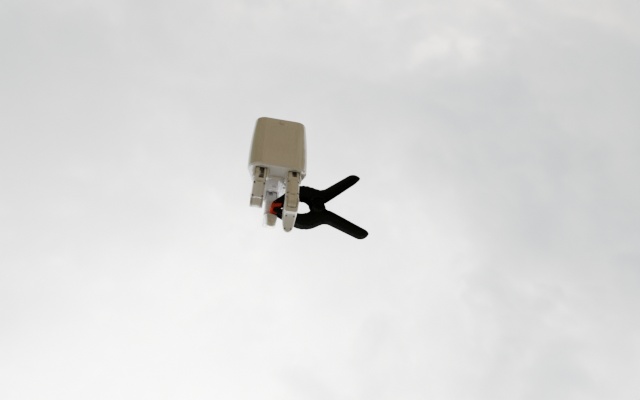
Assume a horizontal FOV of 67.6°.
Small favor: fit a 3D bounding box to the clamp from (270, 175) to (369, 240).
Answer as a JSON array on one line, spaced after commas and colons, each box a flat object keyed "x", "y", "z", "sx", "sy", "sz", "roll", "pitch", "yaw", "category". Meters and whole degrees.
[{"x": 0.000, "y": 0.003, "z": 0.825, "sx": 0.171, "sy": 0.120, "sz": 0.039, "roll": 8, "pitch": -32, "yaw": -11, "category": "clamp"}]
